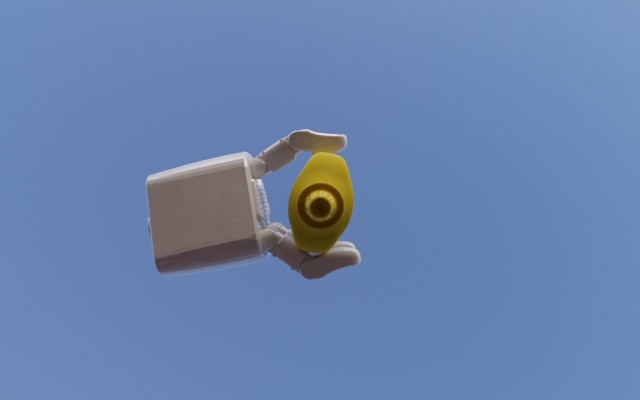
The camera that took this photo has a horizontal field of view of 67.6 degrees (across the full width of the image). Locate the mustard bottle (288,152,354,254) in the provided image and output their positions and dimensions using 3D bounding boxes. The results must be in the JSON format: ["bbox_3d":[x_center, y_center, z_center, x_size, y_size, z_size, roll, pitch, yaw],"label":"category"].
[{"bbox_3d":[0.000,0.002,0.472,0.058,0.096,0.191,13,2,0],"label":"mustard bottle"}]
